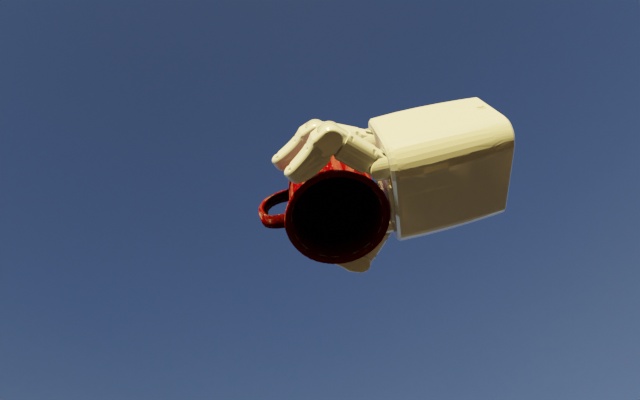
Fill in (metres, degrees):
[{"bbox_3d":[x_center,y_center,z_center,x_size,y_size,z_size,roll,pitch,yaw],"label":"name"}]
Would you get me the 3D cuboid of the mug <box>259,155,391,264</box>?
[{"bbox_3d":[-0.001,0.002,0.450,0.117,0.093,0.081,-12,28,1],"label":"mug"}]
